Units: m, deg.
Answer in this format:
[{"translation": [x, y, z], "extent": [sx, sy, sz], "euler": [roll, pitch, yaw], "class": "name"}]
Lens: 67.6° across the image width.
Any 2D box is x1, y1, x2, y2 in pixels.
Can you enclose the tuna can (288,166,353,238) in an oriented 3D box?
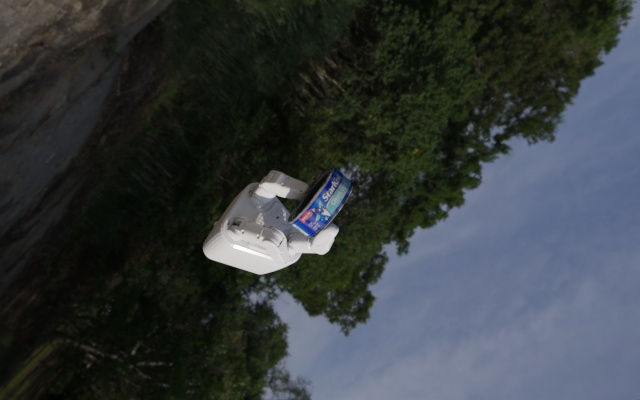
[{"translation": [0.001, 0.002, 0.568], "extent": [0.034, 0.086, 0.086], "euler": [38, -7, -9], "class": "tuna can"}]
